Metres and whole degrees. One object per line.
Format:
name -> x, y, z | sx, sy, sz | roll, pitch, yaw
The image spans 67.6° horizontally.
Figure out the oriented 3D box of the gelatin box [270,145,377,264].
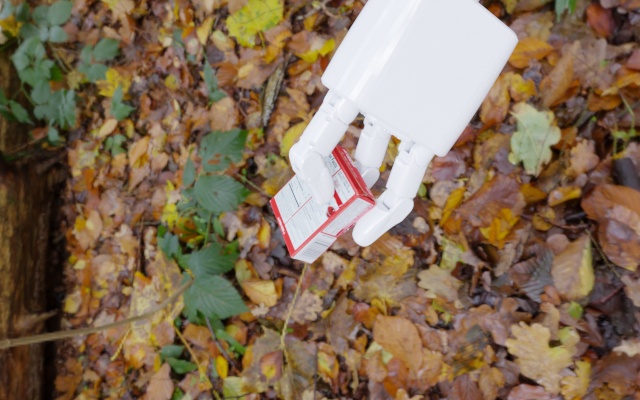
gelatin box -> 0.000, 0.002, 0.435 | 0.089, 0.073, 0.030 | -44, -43, 21
